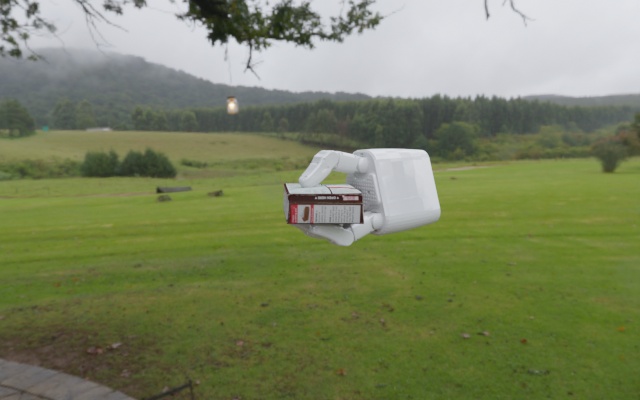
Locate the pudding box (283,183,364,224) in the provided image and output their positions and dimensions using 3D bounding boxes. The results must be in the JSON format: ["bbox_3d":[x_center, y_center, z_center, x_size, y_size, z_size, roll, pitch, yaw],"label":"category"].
[{"bbox_3d":[0.000,0.002,0.590,0.090,0.039,0.113,-1,7,-6],"label":"pudding box"}]
